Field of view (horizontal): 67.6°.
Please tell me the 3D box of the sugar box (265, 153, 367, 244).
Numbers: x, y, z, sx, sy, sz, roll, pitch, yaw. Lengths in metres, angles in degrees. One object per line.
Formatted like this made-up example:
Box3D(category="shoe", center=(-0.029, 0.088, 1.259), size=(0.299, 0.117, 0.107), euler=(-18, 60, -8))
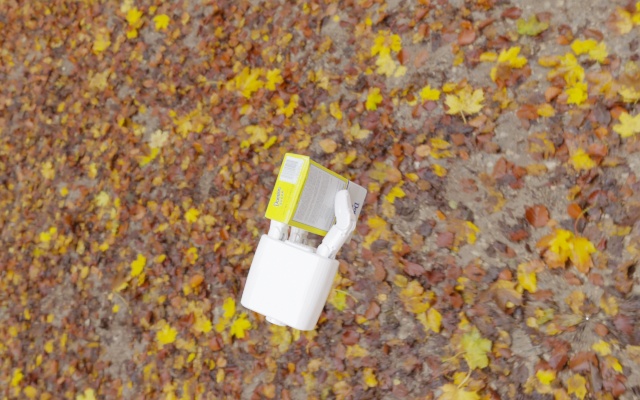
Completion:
Box3D(category="sugar box", center=(0.000, 0.002, 0.693), size=(0.048, 0.093, 0.176), euler=(17, -4, 31))
